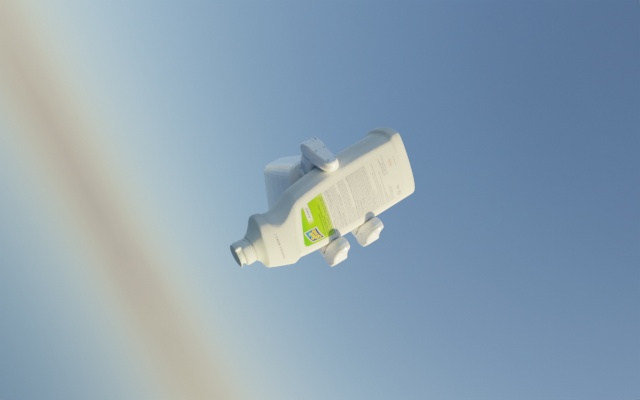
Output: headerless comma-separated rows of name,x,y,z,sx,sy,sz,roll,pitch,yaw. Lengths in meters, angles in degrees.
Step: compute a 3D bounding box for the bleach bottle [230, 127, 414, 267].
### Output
bleach bottle,0.000,0.002,0.599,0.251,0.102,0.068,-29,19,-23
